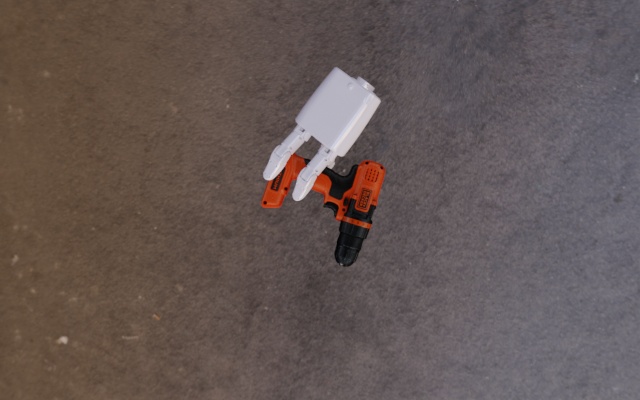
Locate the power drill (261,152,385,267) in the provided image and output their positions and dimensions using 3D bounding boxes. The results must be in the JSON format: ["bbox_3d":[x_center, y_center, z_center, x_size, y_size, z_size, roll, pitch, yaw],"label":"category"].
[{"bbox_3d":[0.000,0.002,0.804,0.187,0.184,0.057,18,-2,-2],"label":"power drill"}]
